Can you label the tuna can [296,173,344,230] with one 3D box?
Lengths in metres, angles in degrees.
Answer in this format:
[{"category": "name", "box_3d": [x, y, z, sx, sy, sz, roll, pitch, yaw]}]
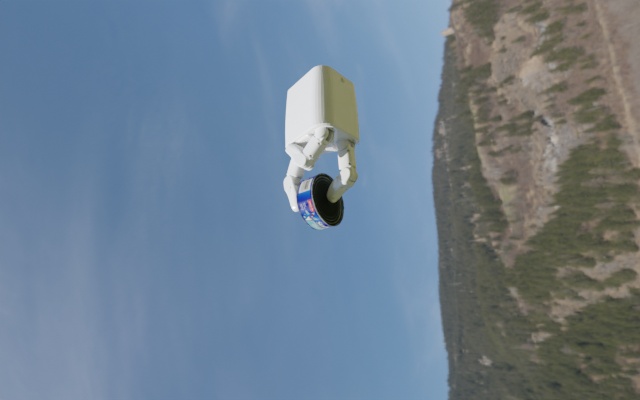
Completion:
[{"category": "tuna can", "box_3d": [0.000, 0.003, 0.753, 0.034, 0.086, 0.086, -17, -9, 32]}]
